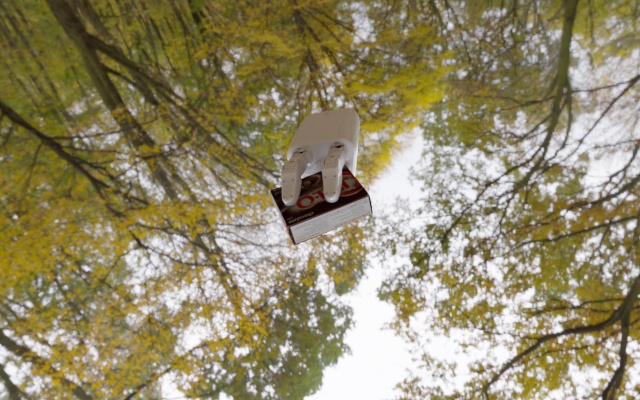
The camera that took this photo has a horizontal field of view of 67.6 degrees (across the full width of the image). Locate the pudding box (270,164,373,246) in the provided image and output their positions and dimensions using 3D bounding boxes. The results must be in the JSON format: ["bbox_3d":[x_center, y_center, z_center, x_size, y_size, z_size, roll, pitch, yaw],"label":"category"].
[{"bbox_3d":[0.000,0.002,0.626,0.113,0.039,0.090,-23,36,-7],"label":"pudding box"}]
